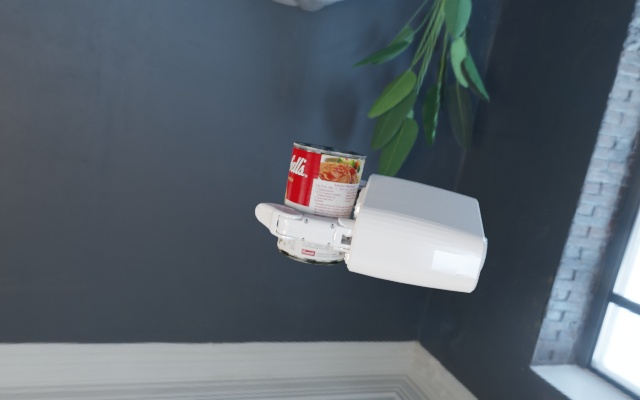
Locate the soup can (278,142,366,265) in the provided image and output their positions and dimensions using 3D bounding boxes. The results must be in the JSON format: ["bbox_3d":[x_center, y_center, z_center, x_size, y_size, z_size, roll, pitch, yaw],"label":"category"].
[{"bbox_3d":[0.000,0.002,0.448,0.068,0.102,0.068,10,10,-2],"label":"soup can"}]
